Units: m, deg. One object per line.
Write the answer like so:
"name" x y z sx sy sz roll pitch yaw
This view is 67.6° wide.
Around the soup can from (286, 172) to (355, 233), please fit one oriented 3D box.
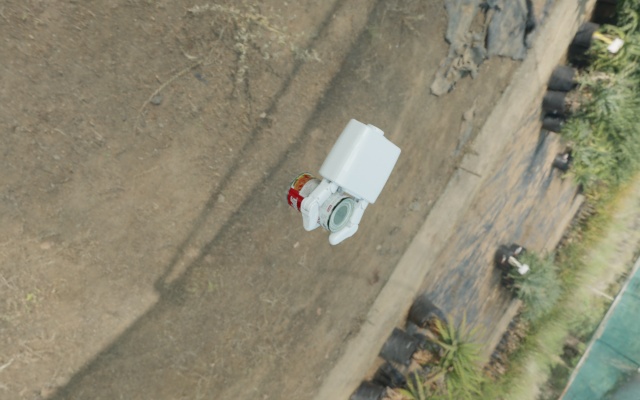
"soup can" 0.000 0.003 0.819 0.102 0.068 0.068 32 18 32
